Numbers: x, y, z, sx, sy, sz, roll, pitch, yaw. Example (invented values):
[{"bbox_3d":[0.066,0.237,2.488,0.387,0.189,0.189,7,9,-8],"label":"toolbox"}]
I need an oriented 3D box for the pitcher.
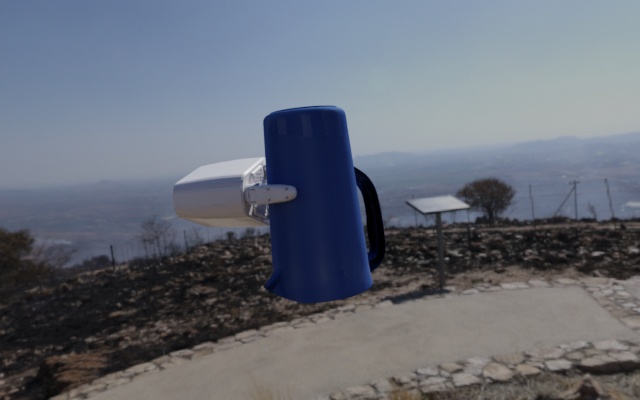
[{"bbox_3d":[0.000,0.002,0.634,0.145,0.243,0.149,-5,5,15],"label":"pitcher"}]
